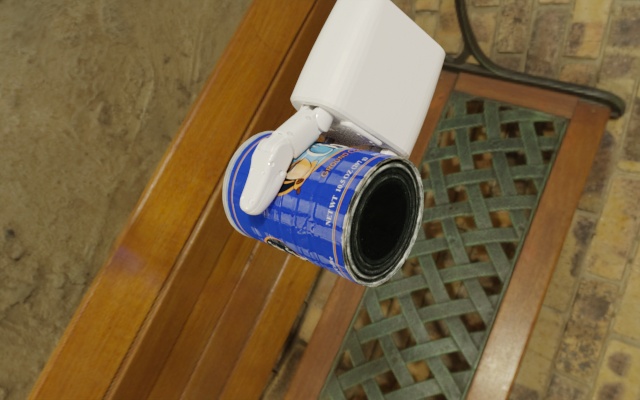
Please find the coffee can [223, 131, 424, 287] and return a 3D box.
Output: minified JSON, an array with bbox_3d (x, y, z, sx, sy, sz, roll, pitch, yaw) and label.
[{"bbox_3d":[0.000,0.001,0.406,0.140,0.103,0.103,17,11,40],"label":"coffee can"}]
